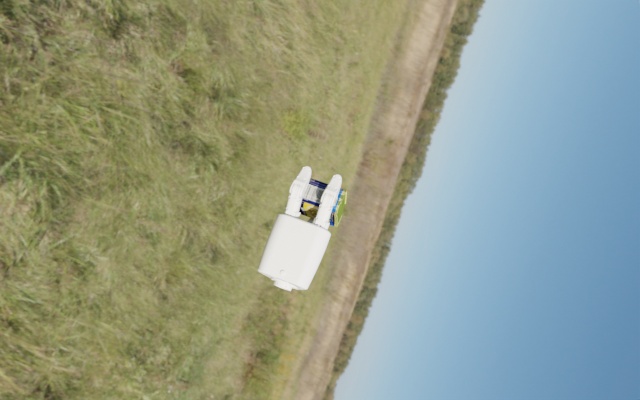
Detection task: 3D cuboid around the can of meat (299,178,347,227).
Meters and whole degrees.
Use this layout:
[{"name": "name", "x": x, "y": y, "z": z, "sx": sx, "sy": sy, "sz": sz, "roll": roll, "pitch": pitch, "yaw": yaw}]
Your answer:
[{"name": "can of meat", "x": 0.000, "y": 0.003, "z": 0.874, "sx": 0.084, "sy": 0.057, "sz": 0.102, "roll": 20, "pitch": -18, "yaw": 9}]
